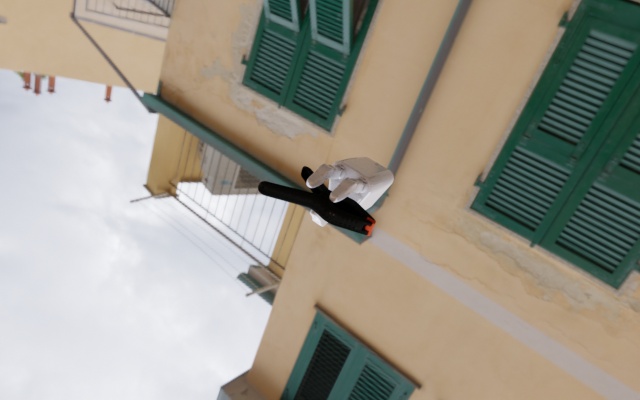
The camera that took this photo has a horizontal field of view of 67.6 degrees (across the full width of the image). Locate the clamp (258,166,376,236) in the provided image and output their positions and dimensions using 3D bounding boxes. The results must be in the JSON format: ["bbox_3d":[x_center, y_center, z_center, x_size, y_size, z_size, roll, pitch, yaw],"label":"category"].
[{"bbox_3d":[0.000,0.004,0.867,0.210,0.036,0.164,33,29,25],"label":"clamp"}]
